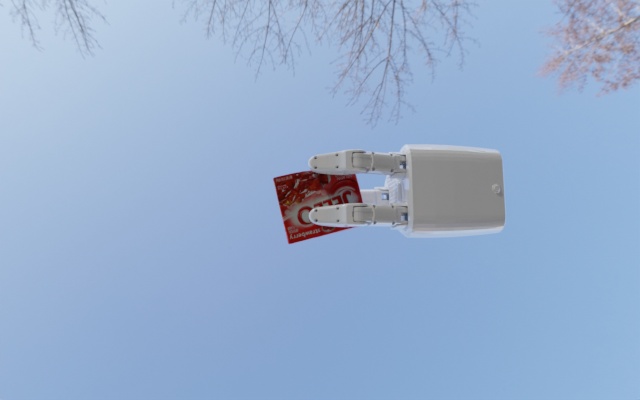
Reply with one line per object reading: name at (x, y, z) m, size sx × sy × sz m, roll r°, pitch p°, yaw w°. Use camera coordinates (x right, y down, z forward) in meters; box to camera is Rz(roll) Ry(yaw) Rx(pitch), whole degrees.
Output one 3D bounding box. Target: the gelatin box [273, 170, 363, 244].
gelatin box at (0.000, 0.002, 0.515) m, size 0.089 × 0.073 × 0.030 m, roll -14°, pitch -5°, yaw -3°
